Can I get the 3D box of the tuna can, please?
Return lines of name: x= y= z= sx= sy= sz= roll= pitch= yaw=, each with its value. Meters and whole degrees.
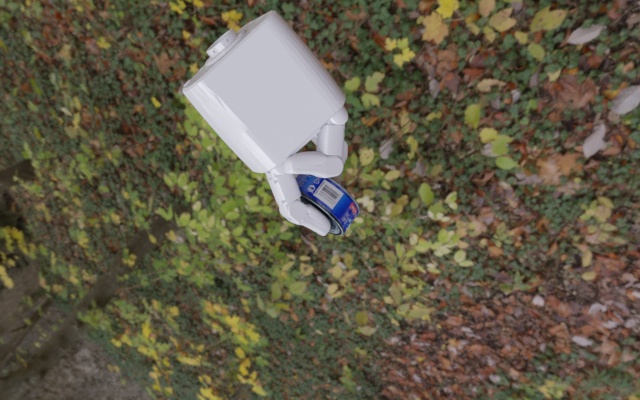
tuna can: x=0.000 y=0.002 z=0.537 sx=0.086 sy=0.033 sz=0.086 roll=33 pitch=-17 yaw=11
